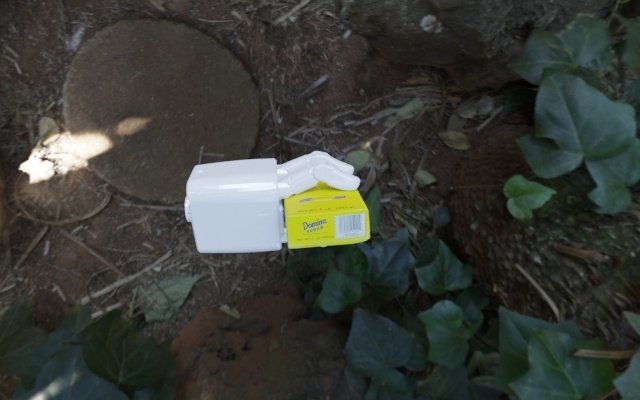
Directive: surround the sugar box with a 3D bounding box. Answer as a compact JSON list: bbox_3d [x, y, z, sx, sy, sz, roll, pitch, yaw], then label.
[{"bbox_3d":[0.000,0.002,0.602,0.093,0.048,0.176,-5,22,-5],"label":"sugar box"}]
